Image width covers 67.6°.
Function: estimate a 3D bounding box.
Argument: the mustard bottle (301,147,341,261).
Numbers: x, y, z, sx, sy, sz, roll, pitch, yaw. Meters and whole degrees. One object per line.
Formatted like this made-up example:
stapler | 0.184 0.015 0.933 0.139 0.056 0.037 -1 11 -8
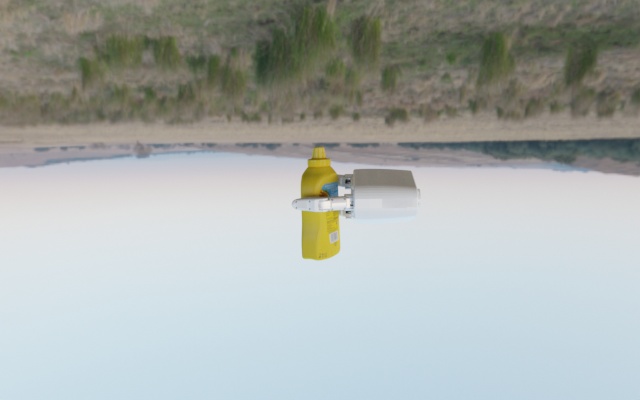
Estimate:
mustard bottle | 0.000 0.003 0.836 0.058 0.191 0.096 3 9 28
